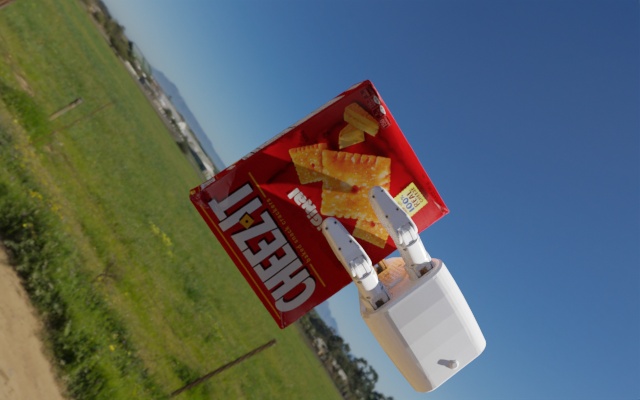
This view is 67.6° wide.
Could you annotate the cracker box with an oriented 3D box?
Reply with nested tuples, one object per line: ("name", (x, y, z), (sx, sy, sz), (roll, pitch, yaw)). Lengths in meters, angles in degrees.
("cracker box", (0.000, 0.002, 0.495), (0.213, 0.164, 0.072), (-34, 12, -8))
